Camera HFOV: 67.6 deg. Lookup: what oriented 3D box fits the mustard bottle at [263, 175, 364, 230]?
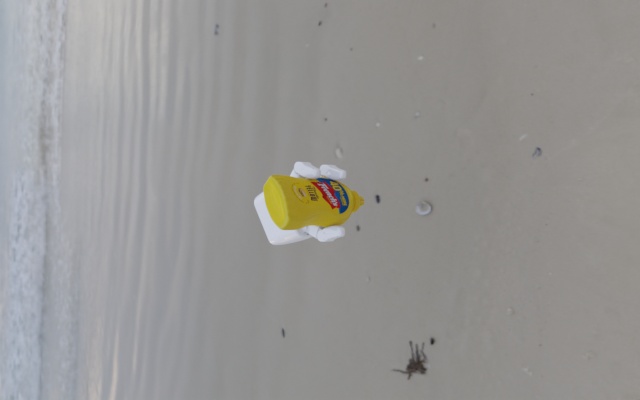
[{"bbox_3d":[0.000,0.003,0.834,0.191,0.096,0.058,0,-39,-37],"label":"mustard bottle"}]
